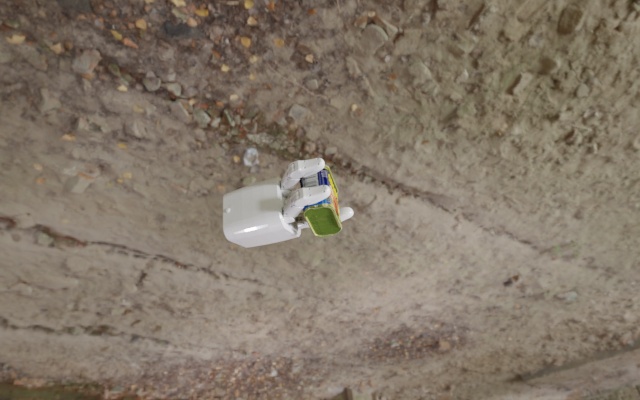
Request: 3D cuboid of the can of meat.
[{"bbox_3d":[0.000,0.003,0.809,0.057,0.084,0.102,-13,-34,8],"label":"can of meat"}]
